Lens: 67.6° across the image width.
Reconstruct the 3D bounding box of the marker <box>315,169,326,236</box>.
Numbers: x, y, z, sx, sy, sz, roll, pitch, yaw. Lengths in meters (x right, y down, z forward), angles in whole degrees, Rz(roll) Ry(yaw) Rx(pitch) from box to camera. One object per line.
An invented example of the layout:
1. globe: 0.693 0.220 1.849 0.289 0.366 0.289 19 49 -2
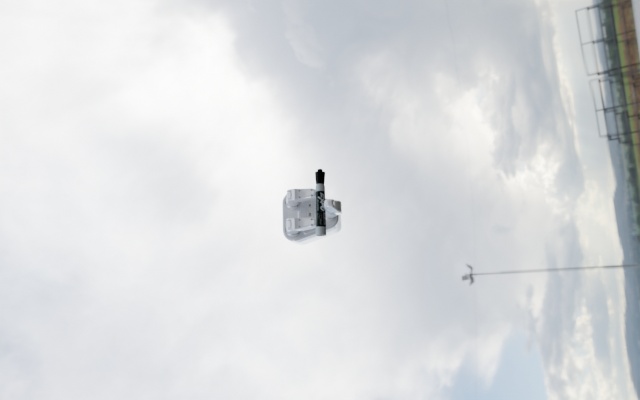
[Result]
1. marker: 0.000 0.003 0.851 0.020 0.121 0.020 -1 -12 0
